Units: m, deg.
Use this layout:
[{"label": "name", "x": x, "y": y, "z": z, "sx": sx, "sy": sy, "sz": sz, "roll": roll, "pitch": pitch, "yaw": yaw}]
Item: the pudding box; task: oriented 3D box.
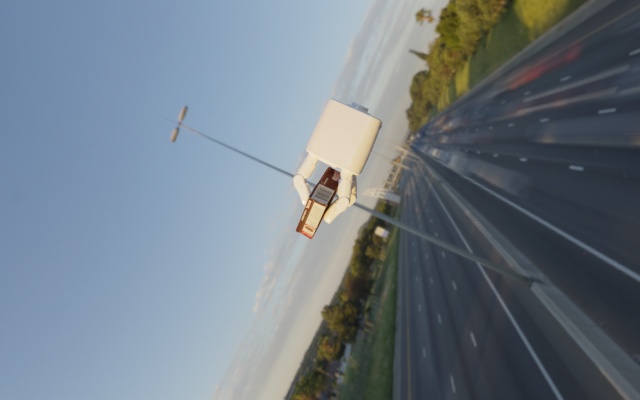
[{"label": "pudding box", "x": 0.000, "y": 0.003, "z": 0.883, "sx": 0.039, "sy": 0.090, "sz": 0.113, "roll": 27, "pitch": 39, "yaw": 6}]
